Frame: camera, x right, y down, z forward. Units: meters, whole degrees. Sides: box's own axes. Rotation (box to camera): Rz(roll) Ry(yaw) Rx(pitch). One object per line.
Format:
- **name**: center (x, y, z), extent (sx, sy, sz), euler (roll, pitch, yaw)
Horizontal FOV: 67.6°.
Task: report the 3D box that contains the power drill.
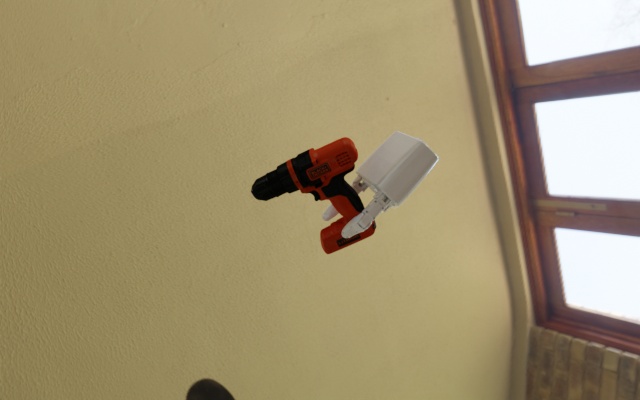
- **power drill**: center (0.001, 0.003, 0.805), extent (0.184, 0.188, 0.057), euler (-23, 34, 9)
